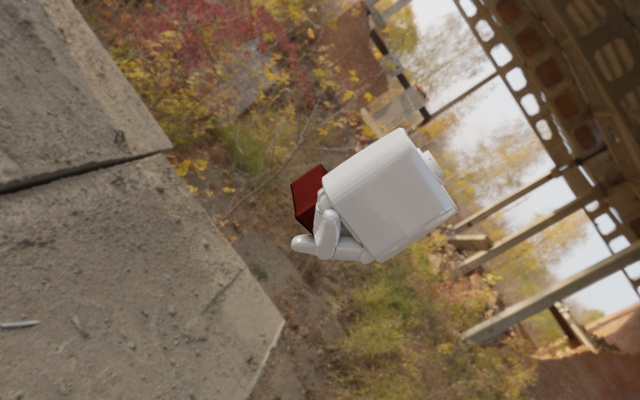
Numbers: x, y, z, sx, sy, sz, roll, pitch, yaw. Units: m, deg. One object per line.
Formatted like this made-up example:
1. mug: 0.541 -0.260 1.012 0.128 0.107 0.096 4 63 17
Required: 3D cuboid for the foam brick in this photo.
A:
1. foam brick: 0.000 0.002 0.601 0.051 0.053 0.078 -36 33 15
